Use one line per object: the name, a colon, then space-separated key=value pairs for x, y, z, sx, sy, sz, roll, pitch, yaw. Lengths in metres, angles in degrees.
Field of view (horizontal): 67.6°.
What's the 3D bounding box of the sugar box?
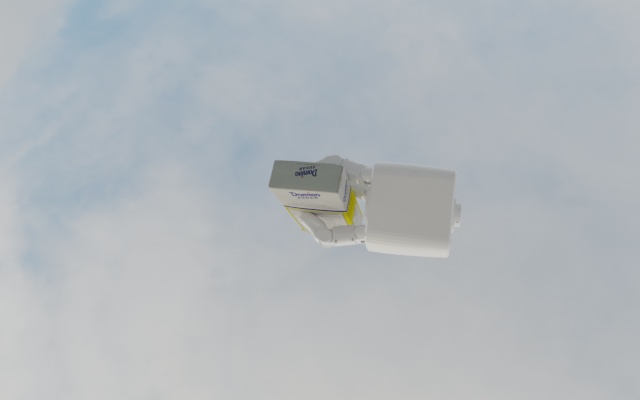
sugar box: x=0.000 y=0.002 z=0.665 sx=0.093 sy=0.048 sz=0.176 roll=5 pitch=-23 yaw=15
